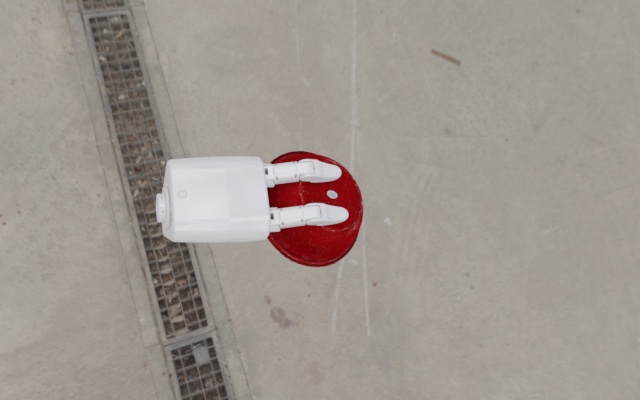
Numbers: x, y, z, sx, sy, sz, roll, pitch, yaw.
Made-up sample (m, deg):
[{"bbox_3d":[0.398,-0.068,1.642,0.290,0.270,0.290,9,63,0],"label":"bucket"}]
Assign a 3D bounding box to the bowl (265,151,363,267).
[{"bbox_3d":[0.001,0.002,0.618,0.162,0.162,0.055,0,-17,-33],"label":"bowl"}]
